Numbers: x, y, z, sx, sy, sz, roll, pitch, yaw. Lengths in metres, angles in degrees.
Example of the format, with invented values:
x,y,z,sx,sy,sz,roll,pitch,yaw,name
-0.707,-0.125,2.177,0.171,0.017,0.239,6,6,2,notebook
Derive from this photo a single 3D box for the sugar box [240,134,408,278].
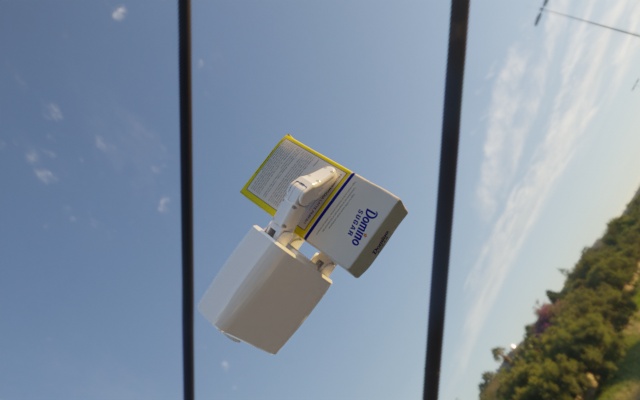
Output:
x,y,z,sx,sy,sz,roll,pitch,yaw,name
0.000,0.002,0.540,0.176,0.093,0.048,34,-7,30,sugar box
